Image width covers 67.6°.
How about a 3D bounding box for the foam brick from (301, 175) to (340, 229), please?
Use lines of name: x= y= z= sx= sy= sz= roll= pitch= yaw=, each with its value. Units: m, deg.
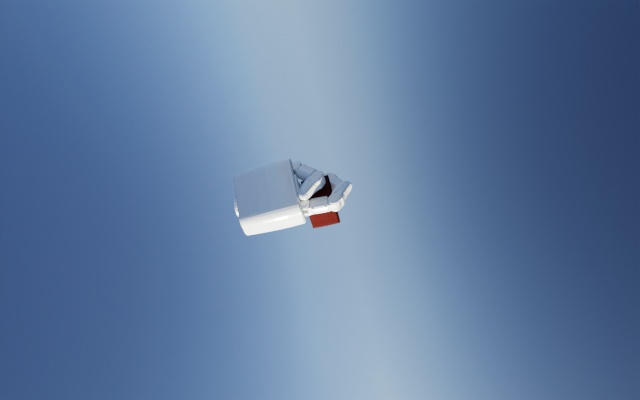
foam brick: x=0.000 y=0.003 z=0.851 sx=0.051 sy=0.053 sz=0.078 roll=-15 pitch=-44 yaw=2
